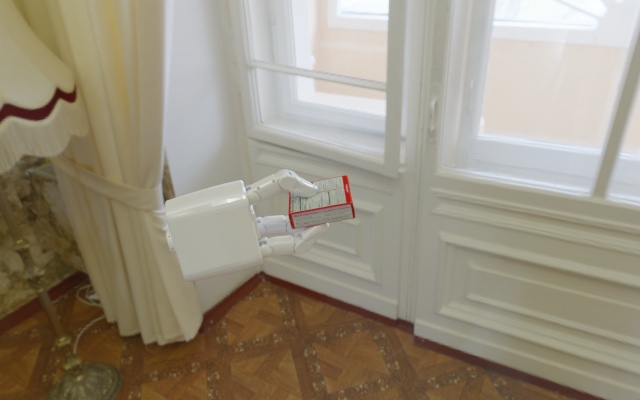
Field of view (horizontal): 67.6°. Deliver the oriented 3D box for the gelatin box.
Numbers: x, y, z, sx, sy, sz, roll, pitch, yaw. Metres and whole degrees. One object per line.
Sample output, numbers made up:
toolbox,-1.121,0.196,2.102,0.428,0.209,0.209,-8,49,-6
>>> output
gelatin box,0.000,0.002,0.667,0.089,0.030,0.073,-11,33,4
